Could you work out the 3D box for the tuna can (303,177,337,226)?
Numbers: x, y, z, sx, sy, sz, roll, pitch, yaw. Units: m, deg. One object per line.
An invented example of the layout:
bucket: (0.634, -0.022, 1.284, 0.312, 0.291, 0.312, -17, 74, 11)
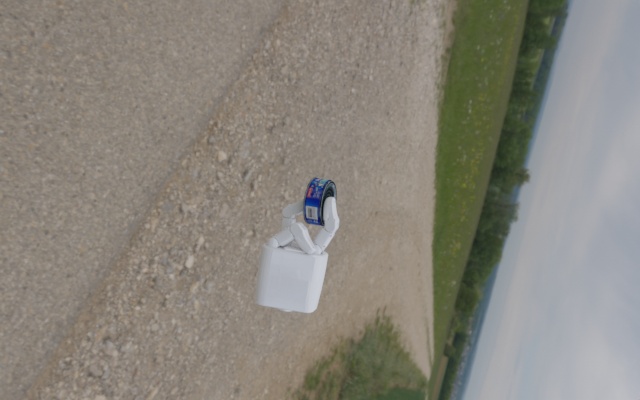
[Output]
tuna can: (0.001, 0.003, 0.858, 0.034, 0.086, 0.086, 9, 3, 20)
